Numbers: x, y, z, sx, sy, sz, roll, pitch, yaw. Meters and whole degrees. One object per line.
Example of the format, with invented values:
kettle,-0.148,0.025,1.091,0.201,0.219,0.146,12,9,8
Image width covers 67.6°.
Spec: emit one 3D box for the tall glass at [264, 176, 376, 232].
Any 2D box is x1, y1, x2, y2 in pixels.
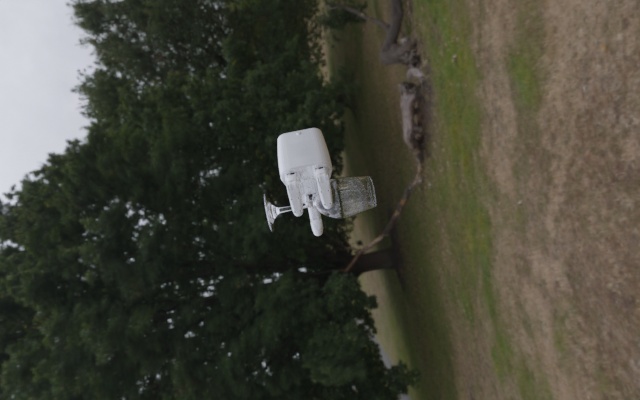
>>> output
tall glass,-0.001,0.003,0.894,0.201,0.079,0.079,-11,0,0
